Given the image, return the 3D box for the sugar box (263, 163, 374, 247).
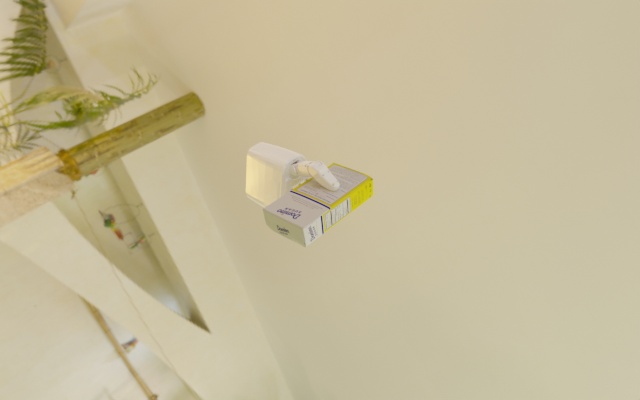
[{"bbox_3d":[0.000,0.003,0.797,0.093,0.048,0.176,24,47,37],"label":"sugar box"}]
